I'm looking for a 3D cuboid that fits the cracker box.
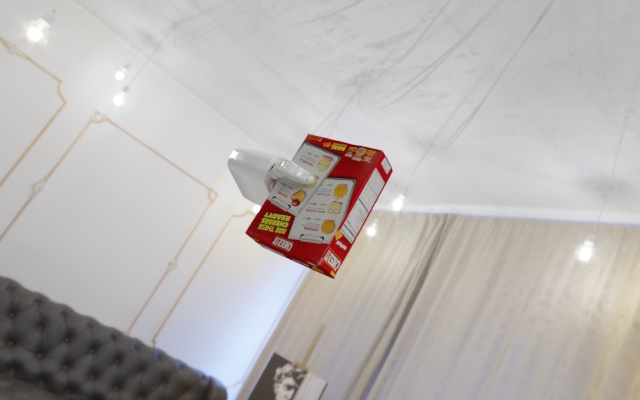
[{"bbox_3d":[0.000,0.002,0.798,0.164,0.213,0.072,18,-19,37],"label":"cracker box"}]
